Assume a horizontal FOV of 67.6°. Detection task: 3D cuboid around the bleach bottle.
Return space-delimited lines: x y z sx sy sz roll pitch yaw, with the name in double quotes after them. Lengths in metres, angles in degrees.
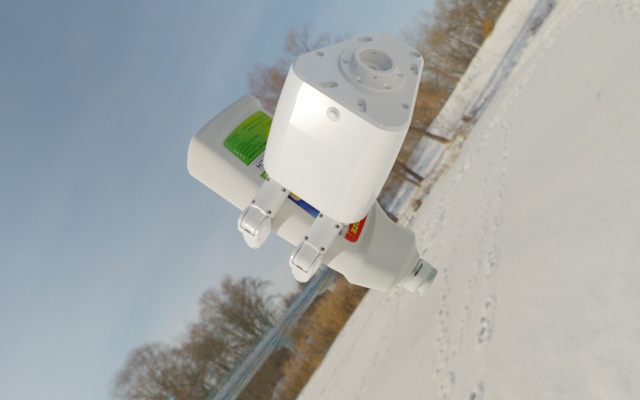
0.000 0.002 0.457 0.251 0.068 0.102 34 51 9 "bleach bottle"
